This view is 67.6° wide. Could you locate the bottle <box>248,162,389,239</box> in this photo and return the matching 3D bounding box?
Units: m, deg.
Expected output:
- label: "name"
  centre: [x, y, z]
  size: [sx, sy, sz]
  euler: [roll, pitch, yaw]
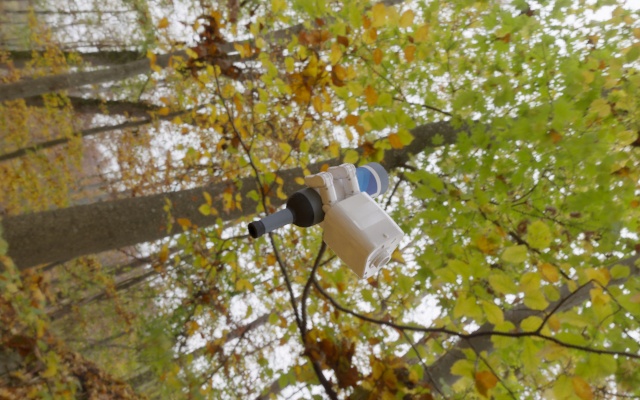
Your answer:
- label: "bottle"
  centre: [0.000, 0.003, 0.848]
  size: [0.295, 0.069, 0.069]
  euler: [-23, 14, -36]
